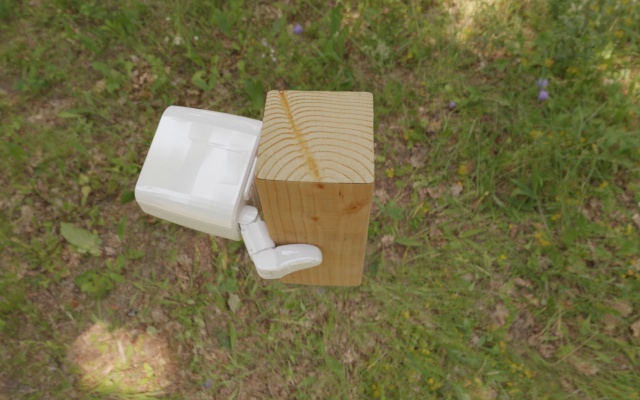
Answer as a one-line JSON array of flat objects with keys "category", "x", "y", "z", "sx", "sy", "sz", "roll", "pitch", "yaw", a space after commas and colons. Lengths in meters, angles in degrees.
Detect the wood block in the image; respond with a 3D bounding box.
[{"category": "wood block", "x": 0.000, "y": 0.002, "z": 0.457, "sx": 0.090, "sy": 0.090, "sz": 0.206, "roll": 2, "pitch": -31, "yaw": 3}]
